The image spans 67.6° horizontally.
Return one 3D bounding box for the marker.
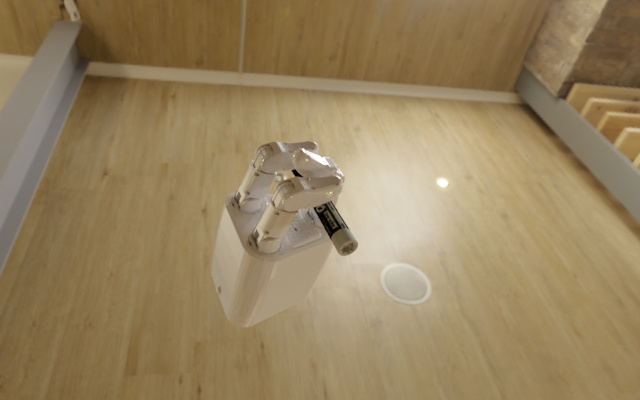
[{"bbox_3d":[0.000,0.001,0.436,0.020,0.020,0.121,0,40,-30],"label":"marker"}]
